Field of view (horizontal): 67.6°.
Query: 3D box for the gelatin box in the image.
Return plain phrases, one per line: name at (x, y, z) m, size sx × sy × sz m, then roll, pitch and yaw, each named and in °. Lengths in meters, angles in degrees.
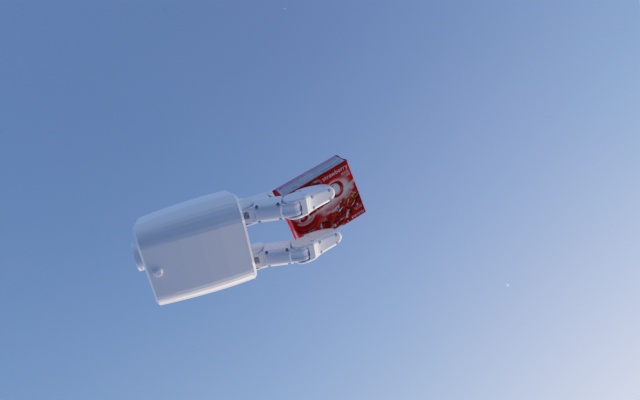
gelatin box at (0.000, 0.001, 0.545) m, size 0.089 × 0.073 × 0.030 m, roll -31°, pitch 29°, yaw -14°
